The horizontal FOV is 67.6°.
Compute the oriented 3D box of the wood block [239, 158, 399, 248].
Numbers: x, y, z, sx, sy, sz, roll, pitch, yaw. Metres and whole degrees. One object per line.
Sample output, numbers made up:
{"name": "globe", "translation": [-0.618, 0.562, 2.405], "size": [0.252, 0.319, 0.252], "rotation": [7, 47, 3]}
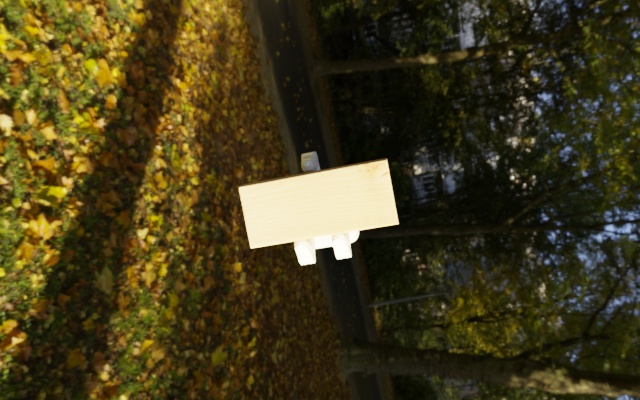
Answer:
{"name": "wood block", "translation": [0.000, 0.002, 0.686], "size": [0.206, 0.091, 0.090], "rotation": [-10, 4, 8]}
